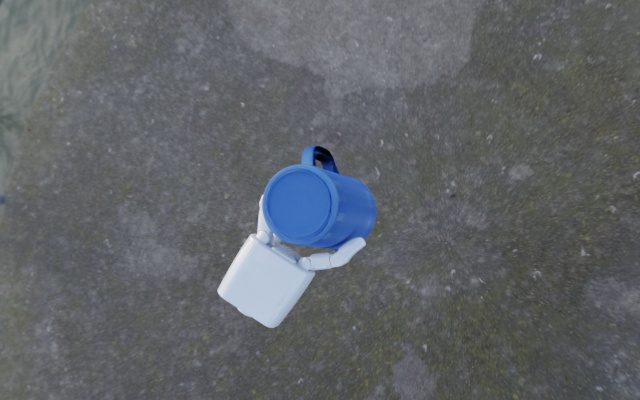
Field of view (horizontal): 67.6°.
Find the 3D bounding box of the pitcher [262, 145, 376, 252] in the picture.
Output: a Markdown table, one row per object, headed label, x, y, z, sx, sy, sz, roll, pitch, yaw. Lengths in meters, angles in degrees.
| label | x | y | z | sx | sy | sz | roll | pitch | yaw |
| --- | --- | --- | --- | --- | --- | --- | --- | --- | --- |
| pitcher | 0.000 | 0.003 | 0.738 | 0.149 | 0.145 | 0.243 | 37 | 5 | 15 |
